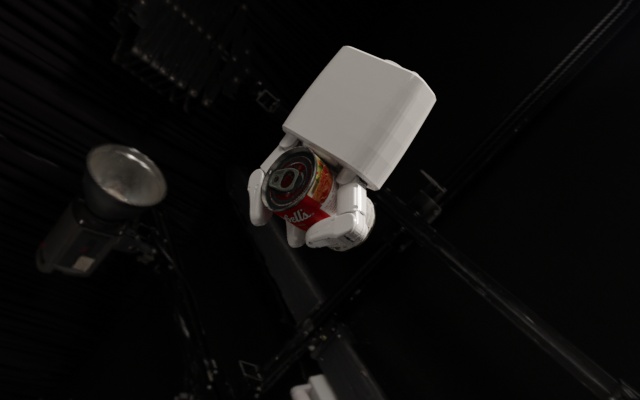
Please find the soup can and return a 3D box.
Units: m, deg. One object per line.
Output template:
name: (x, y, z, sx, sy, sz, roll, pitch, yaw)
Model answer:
soup can: (0.000, 0.002, 0.472, 0.068, 0.068, 0.102, 0, -26, 43)
